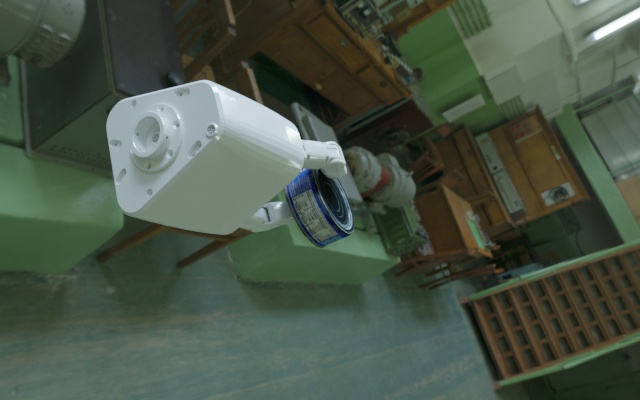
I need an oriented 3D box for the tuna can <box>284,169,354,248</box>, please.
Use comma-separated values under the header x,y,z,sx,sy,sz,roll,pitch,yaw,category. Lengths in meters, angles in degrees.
x,y,z,sx,sy,sz,roll,pitch,yaw,category
0.001,0.001,0.477,0.034,0.086,0.086,-25,-8,18,tuna can
